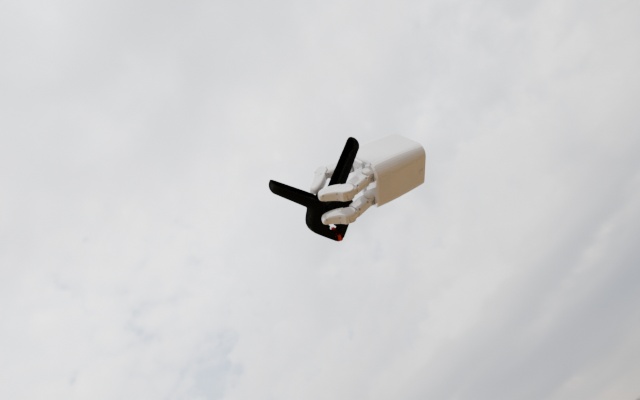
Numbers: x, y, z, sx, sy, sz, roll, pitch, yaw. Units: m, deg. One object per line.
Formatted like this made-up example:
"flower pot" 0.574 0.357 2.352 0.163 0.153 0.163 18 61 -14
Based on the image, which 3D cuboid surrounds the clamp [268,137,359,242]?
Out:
"clamp" 0.000 0.003 0.829 0.164 0.210 0.036 -24 45 -15
